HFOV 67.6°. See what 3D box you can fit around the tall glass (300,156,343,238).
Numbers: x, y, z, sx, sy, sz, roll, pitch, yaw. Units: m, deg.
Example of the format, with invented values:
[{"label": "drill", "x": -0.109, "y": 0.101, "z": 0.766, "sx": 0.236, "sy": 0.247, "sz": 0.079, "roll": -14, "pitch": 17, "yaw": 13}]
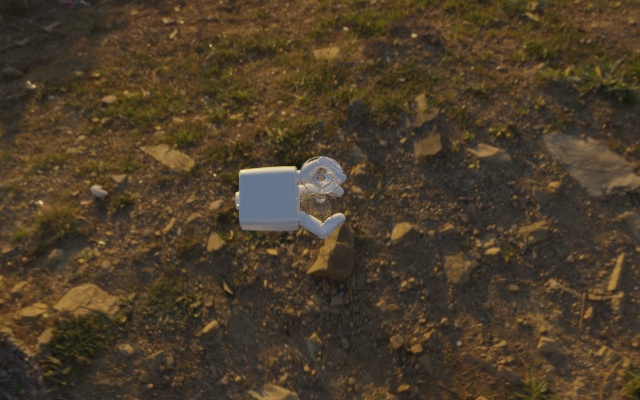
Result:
[{"label": "tall glass", "x": 0.000, "y": 0.003, "z": 0.897, "sx": 0.079, "sy": 0.079, "sz": 0.201, "roll": 0, "pitch": -28, "yaw": -1}]
